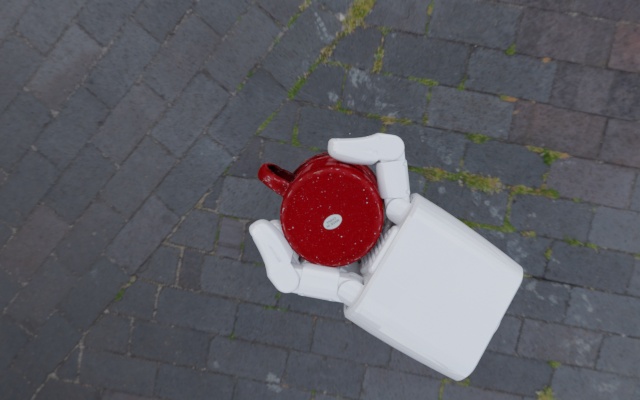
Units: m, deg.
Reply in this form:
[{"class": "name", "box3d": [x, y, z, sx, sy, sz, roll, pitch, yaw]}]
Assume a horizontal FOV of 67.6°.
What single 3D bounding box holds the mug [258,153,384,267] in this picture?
[{"class": "mug", "box3d": [-0.001, 0.001, 0.404, 0.117, 0.093, 0.081, 32, 9, -3]}]
